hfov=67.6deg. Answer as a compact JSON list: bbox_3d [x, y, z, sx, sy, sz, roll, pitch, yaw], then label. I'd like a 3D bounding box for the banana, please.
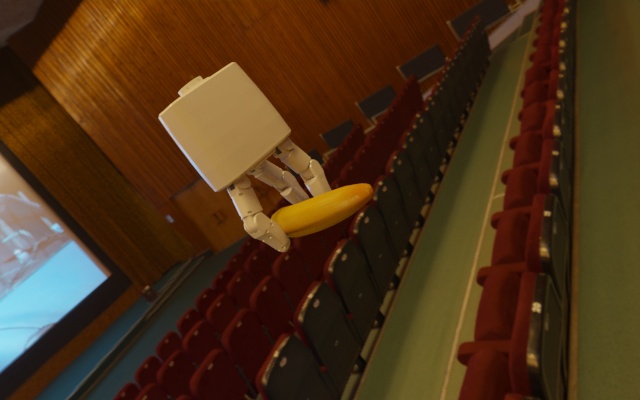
[{"bbox_3d":[-0.014,0.014,0.560,0.069,0.037,0.198,-43,13,-24],"label":"banana"}]
